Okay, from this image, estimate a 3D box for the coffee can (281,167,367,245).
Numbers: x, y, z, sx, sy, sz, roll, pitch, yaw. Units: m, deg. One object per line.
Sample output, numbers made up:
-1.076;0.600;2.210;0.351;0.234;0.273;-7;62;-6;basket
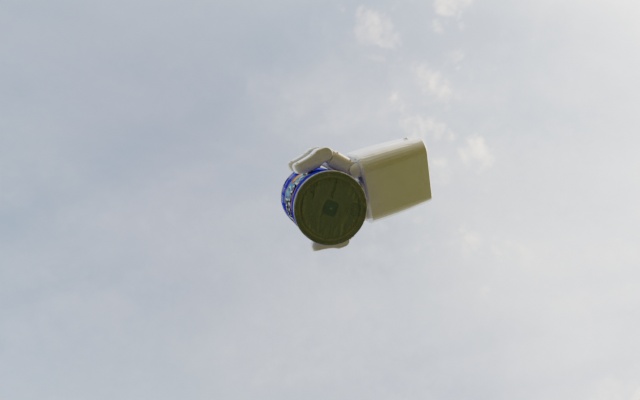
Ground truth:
0.000;0.002;0.712;0.103;0.103;0.140;0;7;-12;coffee can
